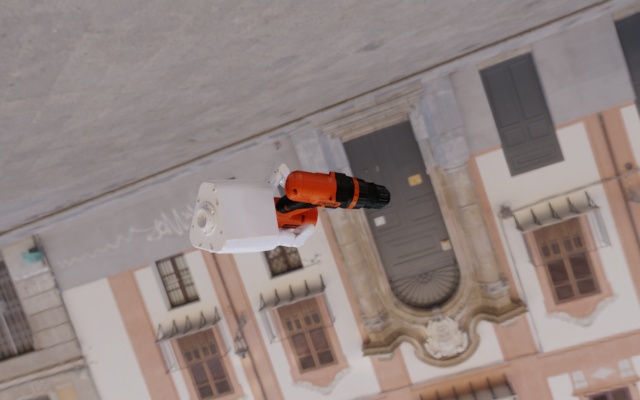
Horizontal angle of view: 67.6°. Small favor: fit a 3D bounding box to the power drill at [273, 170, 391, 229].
[{"bbox_3d":[0.000,0.003,0.810,0.184,0.057,0.188,9,-21,-27],"label":"power drill"}]
